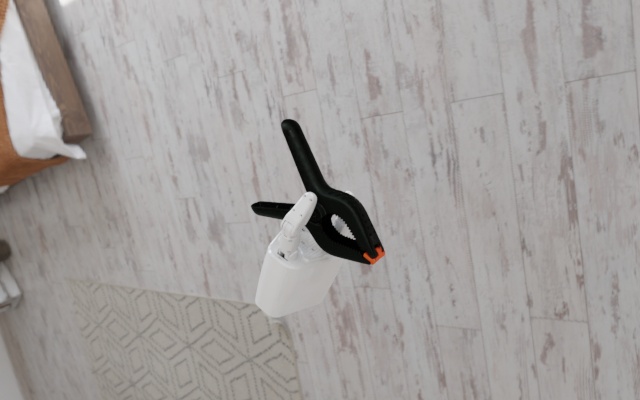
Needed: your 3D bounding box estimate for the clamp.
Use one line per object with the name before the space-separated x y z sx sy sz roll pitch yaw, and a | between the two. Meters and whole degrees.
clamp | 0.000 0.003 0.626 0.210 0.165 0.036 34 39 22
